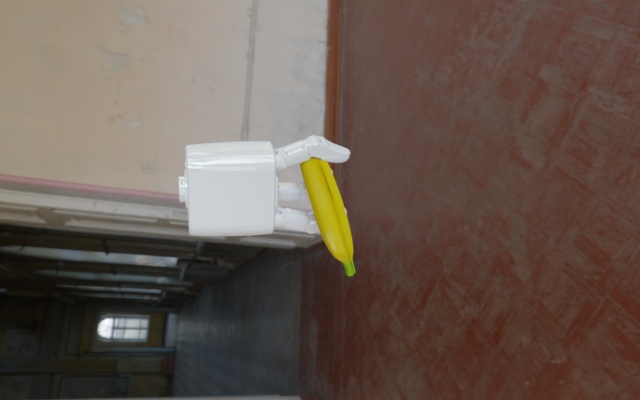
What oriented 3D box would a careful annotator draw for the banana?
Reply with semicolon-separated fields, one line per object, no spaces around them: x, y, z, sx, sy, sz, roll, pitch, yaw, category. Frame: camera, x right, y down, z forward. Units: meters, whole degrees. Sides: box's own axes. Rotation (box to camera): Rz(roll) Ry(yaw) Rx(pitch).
0.002;-0.004;0.600;0.037;0.197;0.070;-12;-27;-11;banana
